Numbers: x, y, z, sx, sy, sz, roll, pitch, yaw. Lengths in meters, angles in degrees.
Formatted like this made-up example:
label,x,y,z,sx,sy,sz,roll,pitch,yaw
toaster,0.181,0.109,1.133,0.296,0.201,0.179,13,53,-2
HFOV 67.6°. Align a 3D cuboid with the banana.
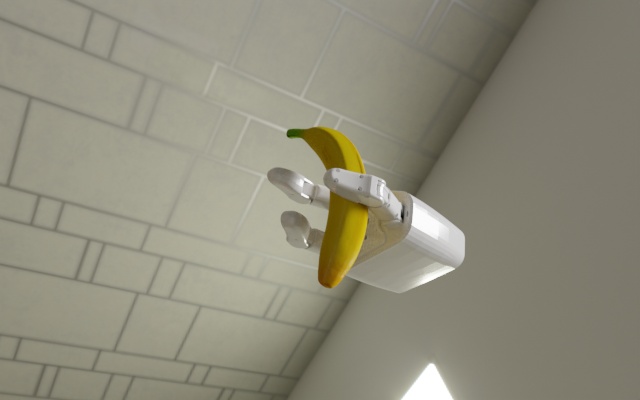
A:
label,x,y,z,sx,sy,sz,roll,pitch,yaw
banana,0.015,-0.010,0.472,0.069,0.197,0.037,-29,-40,19
